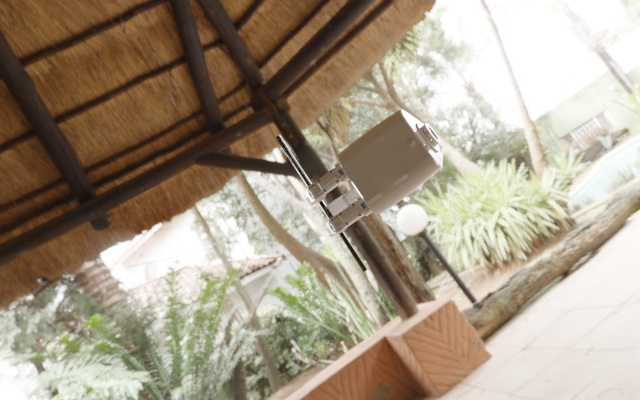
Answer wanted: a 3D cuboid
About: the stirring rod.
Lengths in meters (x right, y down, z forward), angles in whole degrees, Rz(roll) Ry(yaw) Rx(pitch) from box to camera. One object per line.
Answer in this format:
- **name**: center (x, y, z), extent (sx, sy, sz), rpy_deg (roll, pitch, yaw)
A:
- **stirring rod**: center (0.000, 0.002, 0.707), extent (0.011, 0.239, 0.011), rpy_deg (-32, -9, -6)
